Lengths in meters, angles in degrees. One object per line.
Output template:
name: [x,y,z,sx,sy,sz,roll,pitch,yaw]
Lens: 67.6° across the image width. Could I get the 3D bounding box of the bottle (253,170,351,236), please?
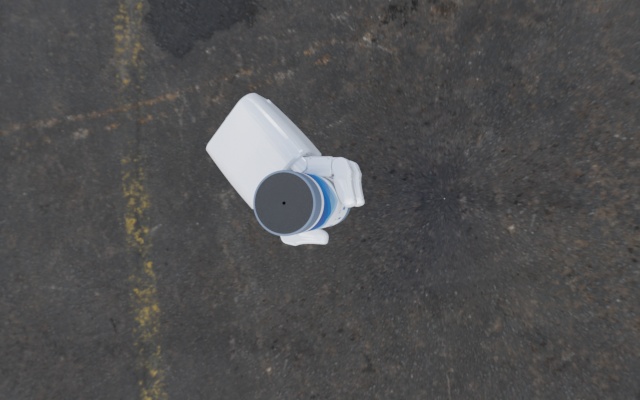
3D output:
bottle: [0.000,0.002,0.619,0.069,0.069,0.296,0,0,15]
